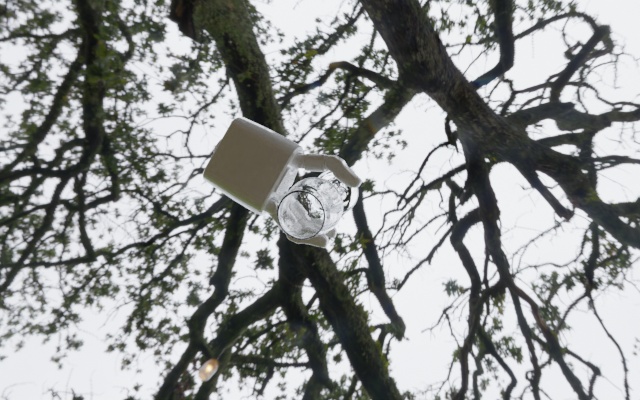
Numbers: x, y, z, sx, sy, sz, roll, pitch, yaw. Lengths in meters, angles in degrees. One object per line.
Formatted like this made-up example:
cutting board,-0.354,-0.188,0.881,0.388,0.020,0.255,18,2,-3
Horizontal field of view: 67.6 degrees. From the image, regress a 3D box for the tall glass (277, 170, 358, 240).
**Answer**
tall glass,0.000,0.002,0.675,0.079,0.079,0.201,0,9,14
